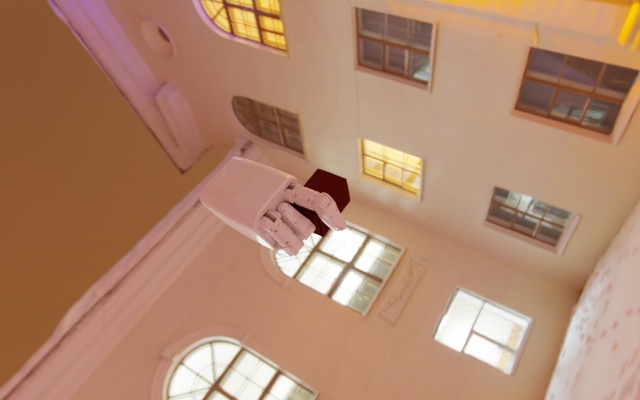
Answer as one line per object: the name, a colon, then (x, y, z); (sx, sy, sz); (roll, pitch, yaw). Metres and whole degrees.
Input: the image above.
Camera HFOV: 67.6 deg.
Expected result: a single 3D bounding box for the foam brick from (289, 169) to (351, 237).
foam brick: (0.000, 0.002, 0.687); (0.051, 0.078, 0.053); (22, -33, 26)
